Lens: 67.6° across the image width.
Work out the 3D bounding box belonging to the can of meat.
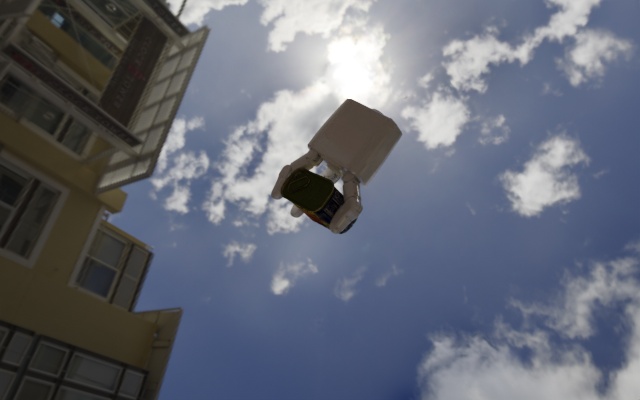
[{"bbox_3d":[0.000,0.003,0.750,0.102,0.057,0.084,26,-12,46],"label":"can of meat"}]
